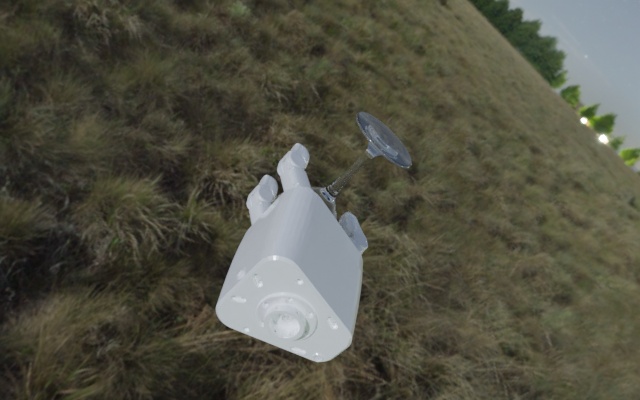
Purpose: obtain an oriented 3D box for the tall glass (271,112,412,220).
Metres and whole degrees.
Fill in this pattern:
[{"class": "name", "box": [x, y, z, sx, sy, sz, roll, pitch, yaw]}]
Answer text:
[{"class": "tall glass", "box": [0.001, 0.001, 0.516, 0.201, 0.079, 0.079, -44, -24, 27]}]
